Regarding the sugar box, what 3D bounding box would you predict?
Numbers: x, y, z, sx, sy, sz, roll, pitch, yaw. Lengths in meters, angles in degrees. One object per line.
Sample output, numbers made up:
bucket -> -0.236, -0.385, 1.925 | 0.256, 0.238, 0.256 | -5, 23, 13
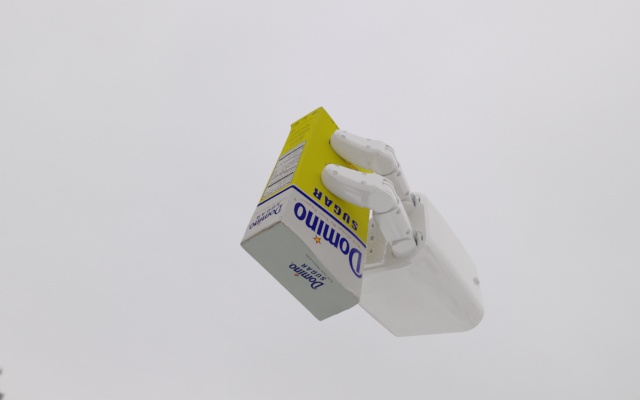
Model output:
sugar box -> 0.001, 0.001, 0.401 | 0.048, 0.093, 0.176 | -30, 26, 25
